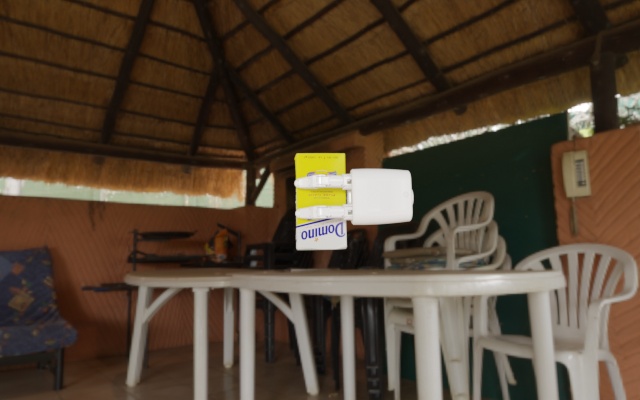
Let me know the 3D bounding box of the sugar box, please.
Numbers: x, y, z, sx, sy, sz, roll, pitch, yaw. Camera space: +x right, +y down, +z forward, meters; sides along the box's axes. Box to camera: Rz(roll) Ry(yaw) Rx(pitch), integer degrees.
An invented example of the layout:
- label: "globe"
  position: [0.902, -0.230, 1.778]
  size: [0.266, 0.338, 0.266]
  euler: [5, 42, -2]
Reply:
- label: "sugar box"
  position: [0.000, 0.003, 0.881]
  size: [0.093, 0.176, 0.048]
  euler: [-1, -7, -5]
